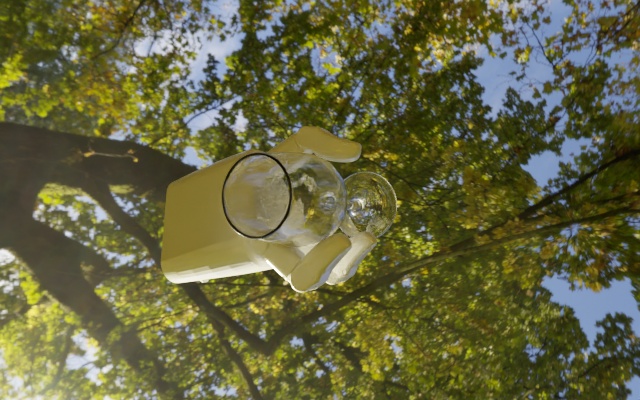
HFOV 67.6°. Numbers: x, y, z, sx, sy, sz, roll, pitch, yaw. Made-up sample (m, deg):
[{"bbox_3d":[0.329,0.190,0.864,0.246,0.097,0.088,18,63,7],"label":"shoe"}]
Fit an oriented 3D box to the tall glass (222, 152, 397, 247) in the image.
[{"bbox_3d":[0.001,0.001,0.427,0.079,0.079,0.201,0,-3,28],"label":"tall glass"}]
